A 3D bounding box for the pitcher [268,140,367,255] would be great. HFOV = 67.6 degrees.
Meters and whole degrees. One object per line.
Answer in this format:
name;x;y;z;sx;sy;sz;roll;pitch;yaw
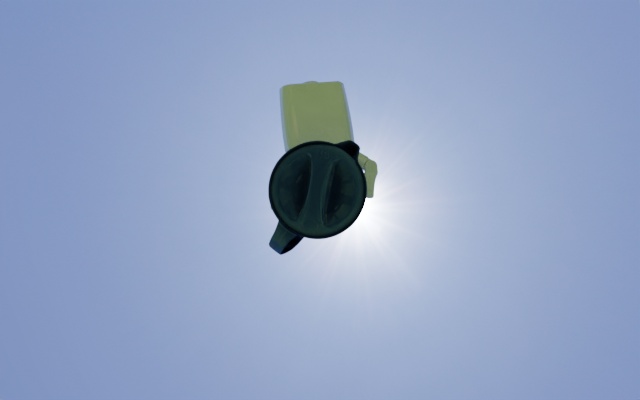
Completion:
pitcher;0.000;0.002;0.750;0.149;0.145;0.243;-9;-6;5
